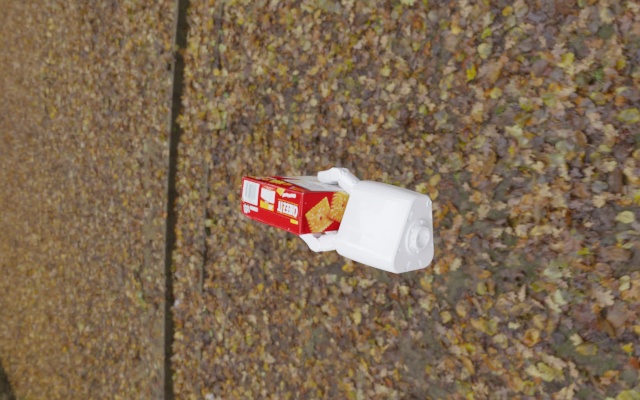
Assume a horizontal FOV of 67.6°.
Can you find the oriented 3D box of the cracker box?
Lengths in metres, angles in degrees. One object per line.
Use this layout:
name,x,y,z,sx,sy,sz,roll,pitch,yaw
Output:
cracker box,0.000,0.002,0.797,0.213,0.072,0.164,-3,12,-41
